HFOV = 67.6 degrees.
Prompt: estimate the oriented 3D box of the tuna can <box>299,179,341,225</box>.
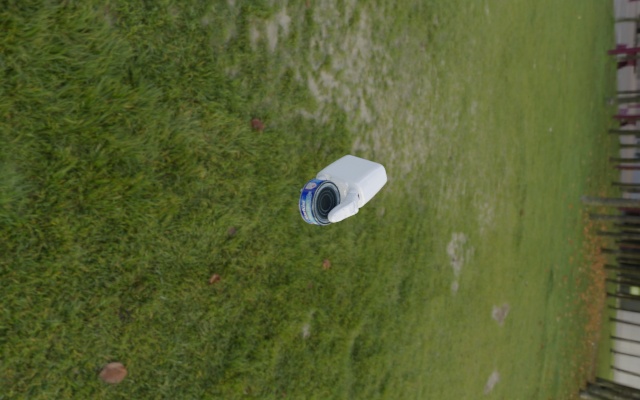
[{"bbox_3d":[0.001,0.003,0.891,0.034,0.086,0.086,8,5,39],"label":"tuna can"}]
